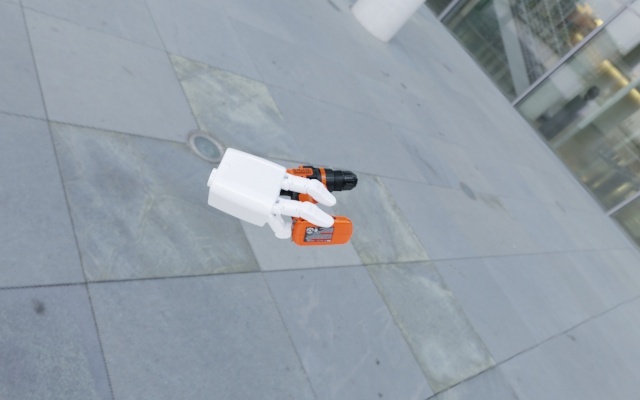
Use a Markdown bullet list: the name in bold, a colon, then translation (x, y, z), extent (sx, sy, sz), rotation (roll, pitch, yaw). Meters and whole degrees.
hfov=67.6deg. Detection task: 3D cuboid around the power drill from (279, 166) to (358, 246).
- **power drill**: translation (0.000, 0.003, 0.889), extent (0.184, 0.057, 0.187), rotation (-2, 37, -14)
